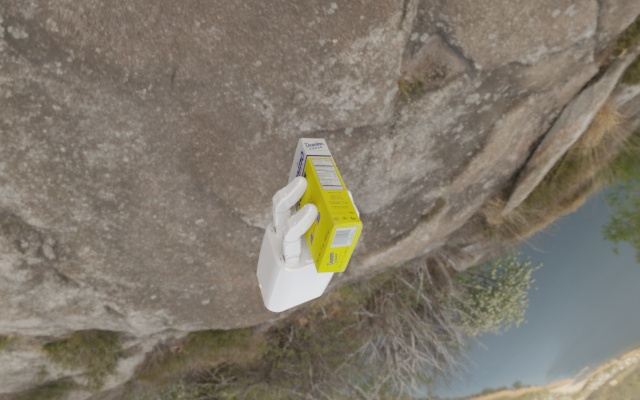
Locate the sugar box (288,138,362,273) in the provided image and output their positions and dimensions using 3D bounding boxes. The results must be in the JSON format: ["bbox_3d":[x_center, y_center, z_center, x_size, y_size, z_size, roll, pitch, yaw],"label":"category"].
[{"bbox_3d":[0.000,0.002,0.657,0.048,0.093,0.176,-2,44,-23],"label":"sugar box"}]
